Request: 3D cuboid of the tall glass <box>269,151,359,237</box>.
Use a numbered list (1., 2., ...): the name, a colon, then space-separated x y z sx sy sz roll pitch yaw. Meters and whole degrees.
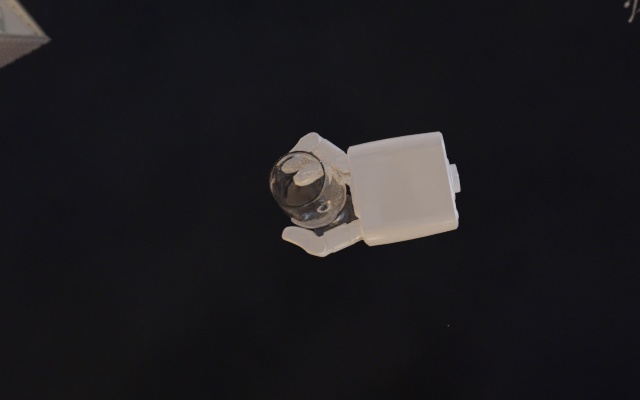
1. tall glass: 0.000 0.002 0.583 0.079 0.079 0.201 0 -14 15
